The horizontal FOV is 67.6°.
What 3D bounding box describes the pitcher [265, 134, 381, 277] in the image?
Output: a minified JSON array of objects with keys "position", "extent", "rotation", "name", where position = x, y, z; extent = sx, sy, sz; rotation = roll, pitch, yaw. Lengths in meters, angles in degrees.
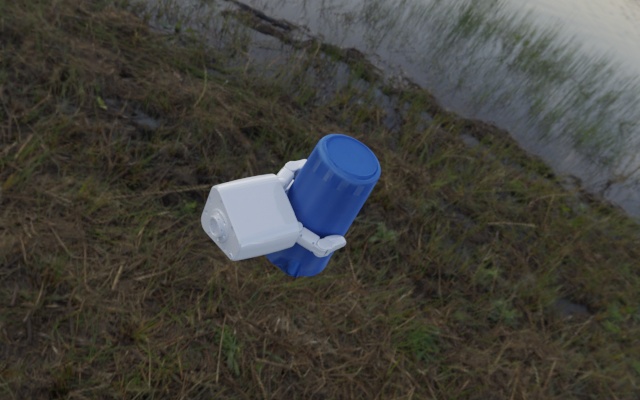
[{"position":[0.000,0.003,0.806],"extent":[0.145,0.149,0.243],"rotation":[-13,-33,-40],"name":"pitcher"}]
